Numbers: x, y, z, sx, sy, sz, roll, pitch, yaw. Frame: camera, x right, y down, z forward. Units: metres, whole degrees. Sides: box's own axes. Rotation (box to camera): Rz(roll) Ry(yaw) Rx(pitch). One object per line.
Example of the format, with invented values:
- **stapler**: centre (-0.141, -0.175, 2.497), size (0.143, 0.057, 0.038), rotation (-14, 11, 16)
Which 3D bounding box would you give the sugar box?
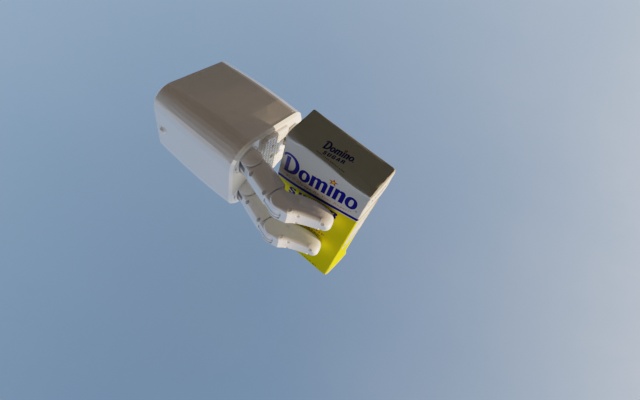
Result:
- **sugar box**: centre (0.000, 0.002, 0.473), size (0.093, 0.048, 0.176), rotation (38, -28, 10)
